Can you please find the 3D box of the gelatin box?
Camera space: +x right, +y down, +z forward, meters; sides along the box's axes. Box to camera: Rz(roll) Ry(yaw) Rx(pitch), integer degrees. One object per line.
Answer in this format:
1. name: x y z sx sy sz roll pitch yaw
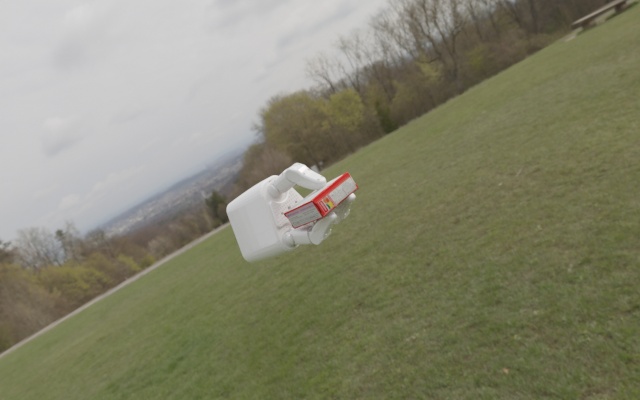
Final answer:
1. gelatin box: 0.000 0.002 0.657 0.073 0.030 0.089 -38 6 -32
